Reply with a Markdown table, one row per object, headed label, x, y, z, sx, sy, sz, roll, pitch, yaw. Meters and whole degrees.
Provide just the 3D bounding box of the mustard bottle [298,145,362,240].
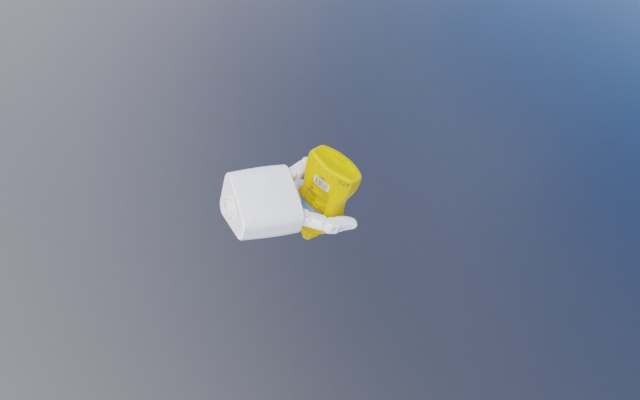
| label | x | y | z | sx | sy | sz | roll | pitch | yaw |
| --- | --- | --- | --- | --- | --- | --- | --- | --- | --- |
| mustard bottle | 0.000 | 0.002 | 0.839 | 0.096 | 0.192 | 0.058 | 39 | 45 | 17 |
